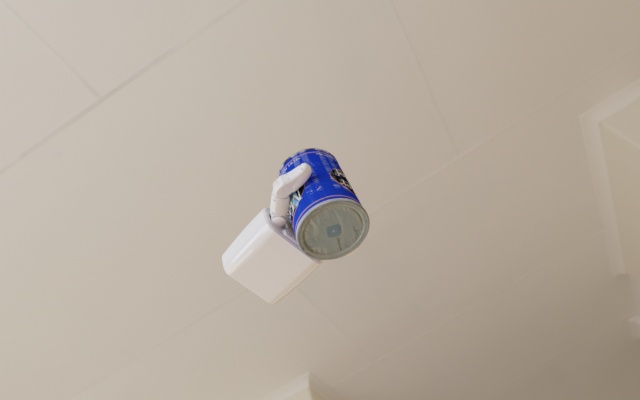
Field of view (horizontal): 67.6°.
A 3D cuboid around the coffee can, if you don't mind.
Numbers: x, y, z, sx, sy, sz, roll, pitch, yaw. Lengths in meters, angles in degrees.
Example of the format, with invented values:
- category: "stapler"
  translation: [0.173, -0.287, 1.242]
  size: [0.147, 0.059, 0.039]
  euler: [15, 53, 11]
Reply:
- category: "coffee can"
  translation: [0.000, 0.002, 0.696]
  size: [0.103, 0.103, 0.140]
  euler: [0, 35, -18]
